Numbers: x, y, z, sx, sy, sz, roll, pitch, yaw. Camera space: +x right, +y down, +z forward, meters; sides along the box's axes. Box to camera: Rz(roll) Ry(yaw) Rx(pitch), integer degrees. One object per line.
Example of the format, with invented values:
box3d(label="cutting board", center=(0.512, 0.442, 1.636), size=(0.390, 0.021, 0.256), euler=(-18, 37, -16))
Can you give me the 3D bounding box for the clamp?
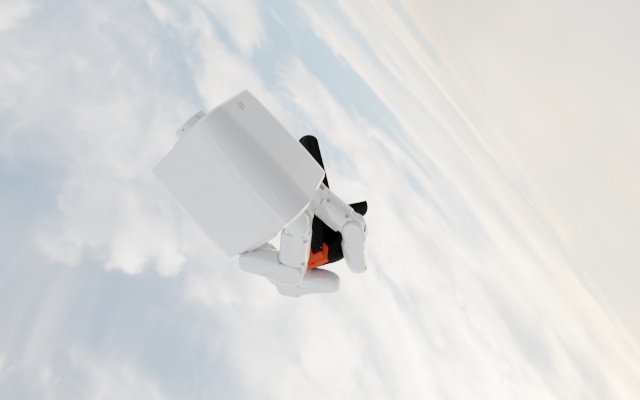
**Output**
box3d(label="clamp", center=(0.000, 0.002, 0.498), size=(0.039, 0.120, 0.171), euler=(-36, 12, 25))
